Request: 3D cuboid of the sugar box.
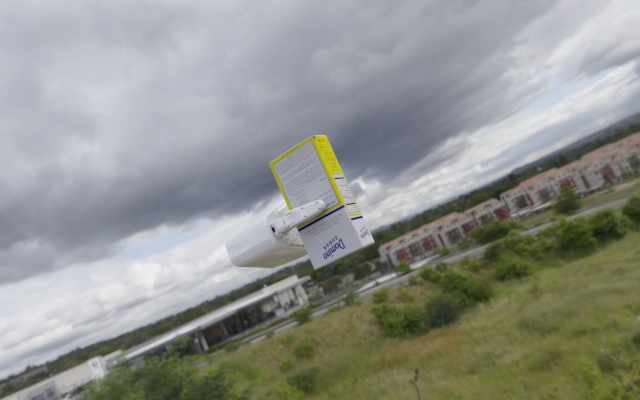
[{"bbox_3d":[0.000,0.002,0.700,0.093,0.176,0.048,-29,-8,32],"label":"sugar box"}]
